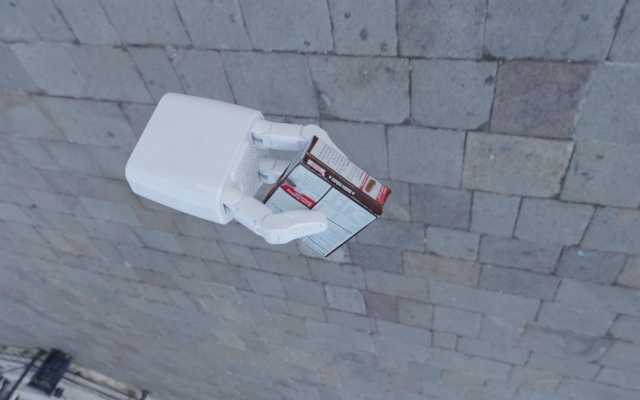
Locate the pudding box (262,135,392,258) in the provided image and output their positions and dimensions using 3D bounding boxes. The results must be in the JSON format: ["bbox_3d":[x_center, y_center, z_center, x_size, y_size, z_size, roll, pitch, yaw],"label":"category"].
[{"bbox_3d":[0.000,0.002,0.463,0.090,0.039,0.113,34,-35,-9],"label":"pudding box"}]
